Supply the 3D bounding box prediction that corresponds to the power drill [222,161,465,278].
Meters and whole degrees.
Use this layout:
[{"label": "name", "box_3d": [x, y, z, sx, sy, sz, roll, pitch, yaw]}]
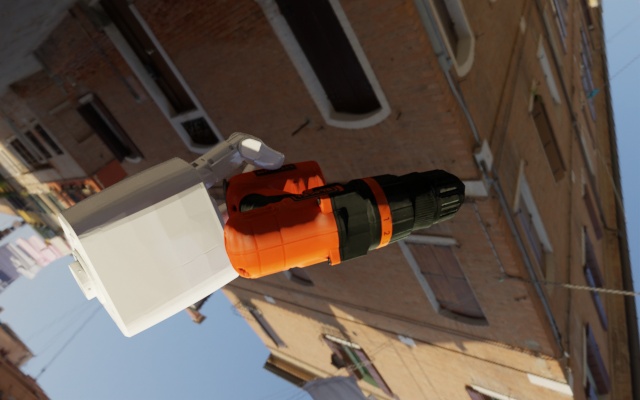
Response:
[{"label": "power drill", "box_3d": [0.000, 0.001, 0.406, 0.184, 0.057, 0.187, -12, 11, -18]}]
